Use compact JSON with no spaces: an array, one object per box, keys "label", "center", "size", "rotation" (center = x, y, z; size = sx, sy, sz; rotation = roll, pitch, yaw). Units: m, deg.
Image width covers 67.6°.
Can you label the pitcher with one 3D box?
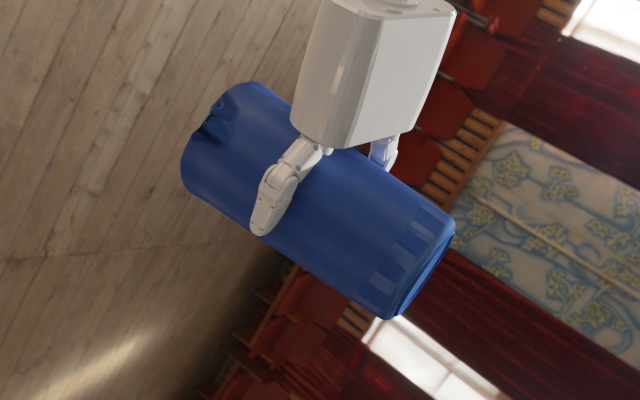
[{"label":"pitcher","center":[0.000,0.001,0.461],"size":[0.242,0.145,0.149],"rotation":[35,42,19]}]
